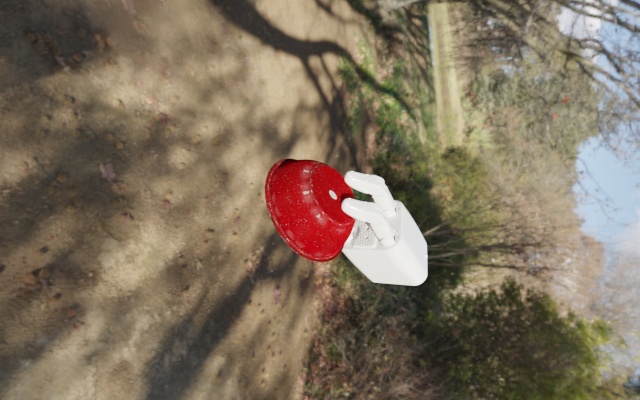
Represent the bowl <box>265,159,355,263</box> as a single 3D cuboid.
[{"bbox_3d":[-0.001,0.002,0.669,0.055,0.162,0.162,-30,-18,36],"label":"bowl"}]
